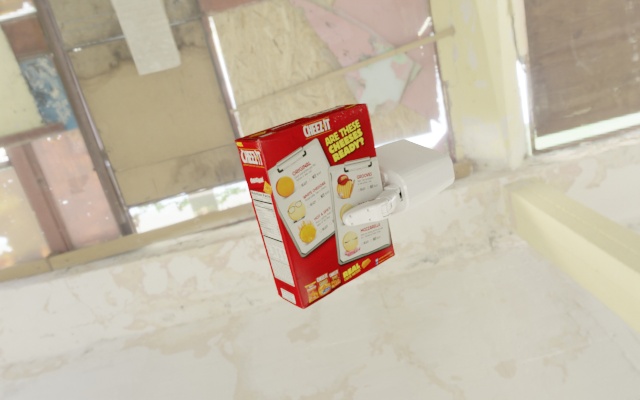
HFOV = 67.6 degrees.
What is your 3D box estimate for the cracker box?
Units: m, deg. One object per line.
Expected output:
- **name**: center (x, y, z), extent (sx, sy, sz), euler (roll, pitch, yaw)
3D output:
- **cracker box**: center (0.000, 0.002, 0.607), extent (0.164, 0.214, 0.072), euler (-24, 20, -32)
